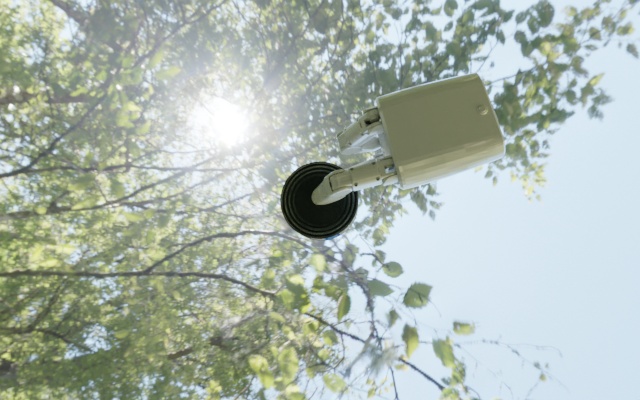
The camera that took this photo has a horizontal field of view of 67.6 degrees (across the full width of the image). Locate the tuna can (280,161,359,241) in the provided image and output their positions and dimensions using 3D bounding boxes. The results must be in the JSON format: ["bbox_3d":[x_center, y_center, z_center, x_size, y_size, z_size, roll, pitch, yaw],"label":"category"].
[{"bbox_3d":[0.000,0.002,0.534,0.086,0.086,0.034,0,-10,6],"label":"tuna can"}]
